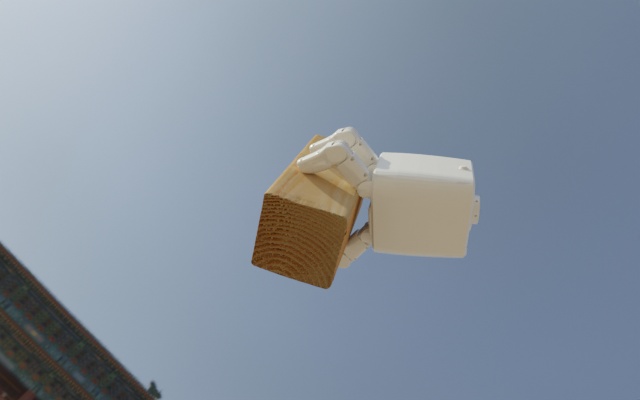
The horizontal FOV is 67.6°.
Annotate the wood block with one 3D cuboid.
[{"bbox_3d":[0.000,0.002,0.572,0.090,0.091,0.206,17,26,7],"label":"wood block"}]
